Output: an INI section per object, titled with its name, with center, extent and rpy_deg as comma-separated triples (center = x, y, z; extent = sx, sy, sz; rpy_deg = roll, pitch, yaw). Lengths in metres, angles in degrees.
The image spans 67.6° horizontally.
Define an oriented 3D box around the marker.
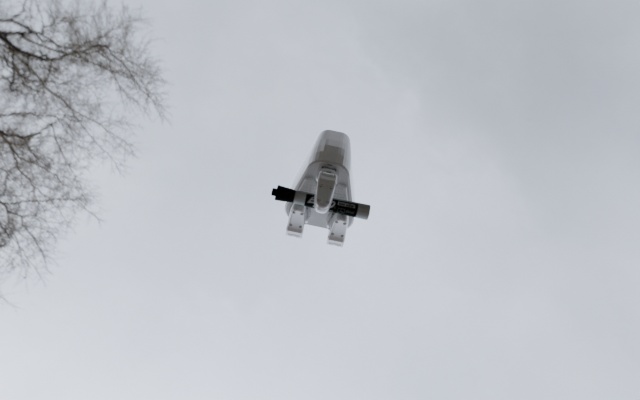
[marker]
center = 0.000, 0.002, 0.582
extent = 0.121, 0.020, 0.020
rpy_deg = 12, 0, -1
